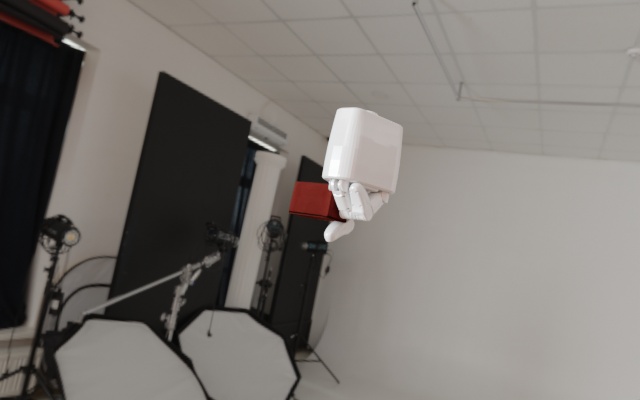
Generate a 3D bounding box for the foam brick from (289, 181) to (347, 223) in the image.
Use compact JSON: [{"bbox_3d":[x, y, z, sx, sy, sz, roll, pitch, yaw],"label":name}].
[{"bbox_3d":[0.000,0.002,0.738,0.078,0.051,0.053,6,-7,37],"label":"foam brick"}]
